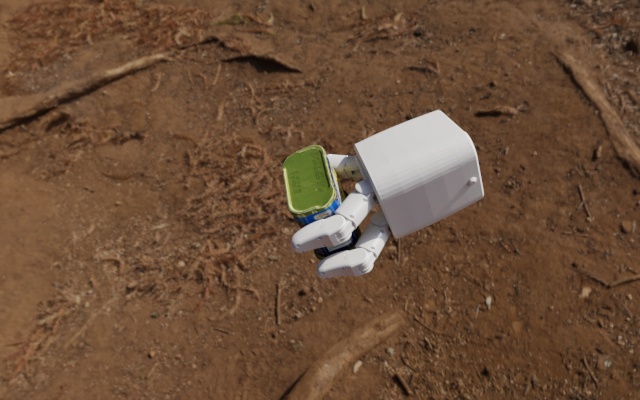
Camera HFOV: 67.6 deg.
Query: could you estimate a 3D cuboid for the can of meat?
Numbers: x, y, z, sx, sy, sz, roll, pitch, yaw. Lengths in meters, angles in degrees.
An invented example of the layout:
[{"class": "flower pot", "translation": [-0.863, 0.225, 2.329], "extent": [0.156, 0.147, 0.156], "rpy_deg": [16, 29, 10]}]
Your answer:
[{"class": "can of meat", "translation": [0.000, 0.001, 0.526], "extent": [0.057, 0.102, 0.084], "rpy_deg": [-21, -45, 8]}]
